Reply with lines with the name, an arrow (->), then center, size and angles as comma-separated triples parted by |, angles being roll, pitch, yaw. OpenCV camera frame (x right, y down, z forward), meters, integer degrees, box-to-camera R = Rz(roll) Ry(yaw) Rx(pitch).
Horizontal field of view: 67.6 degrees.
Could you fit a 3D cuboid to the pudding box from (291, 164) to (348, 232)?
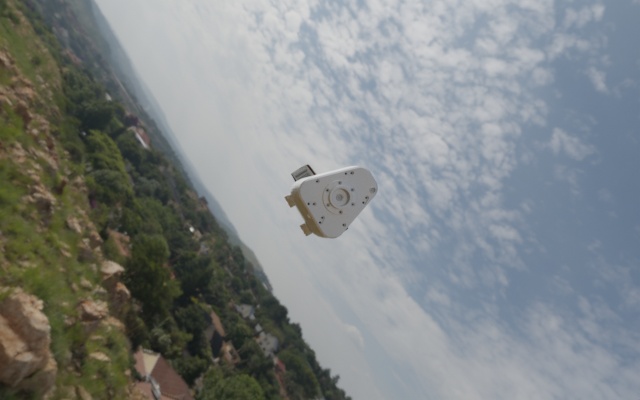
pudding box -> 0.000, 0.003, 0.831 | 0.039, 0.113, 0.090 | -32, -24, -4
